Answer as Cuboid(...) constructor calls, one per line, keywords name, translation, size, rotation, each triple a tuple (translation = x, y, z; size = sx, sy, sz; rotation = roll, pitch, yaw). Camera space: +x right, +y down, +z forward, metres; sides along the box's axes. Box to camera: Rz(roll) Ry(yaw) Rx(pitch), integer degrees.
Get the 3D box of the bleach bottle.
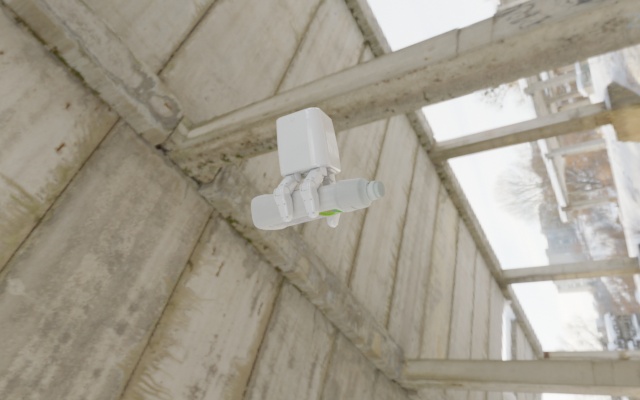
Cuboid(name="bleach bottle", translation=(0.000, 0.003, 0.853), size=(0.251, 0.068, 0.102), rotation=(-12, -7, 32))
